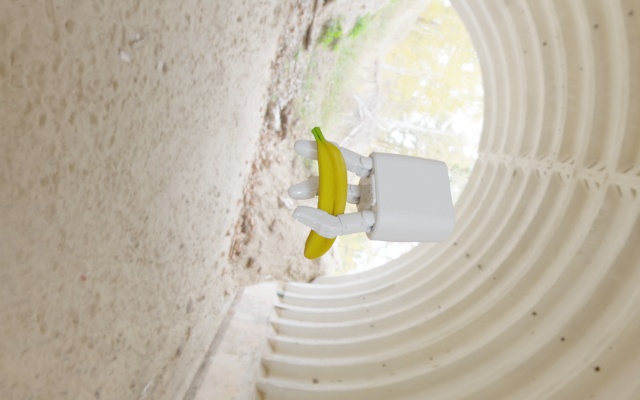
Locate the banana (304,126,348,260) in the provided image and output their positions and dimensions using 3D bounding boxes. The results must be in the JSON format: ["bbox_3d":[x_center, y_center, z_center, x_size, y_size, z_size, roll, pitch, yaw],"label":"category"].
[{"bbox_3d":[0.007,0.008,0.624,0.037,0.198,0.069,-5,29,-20],"label":"banana"}]
